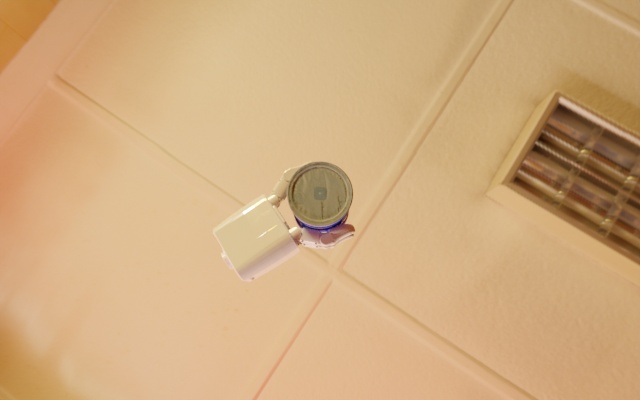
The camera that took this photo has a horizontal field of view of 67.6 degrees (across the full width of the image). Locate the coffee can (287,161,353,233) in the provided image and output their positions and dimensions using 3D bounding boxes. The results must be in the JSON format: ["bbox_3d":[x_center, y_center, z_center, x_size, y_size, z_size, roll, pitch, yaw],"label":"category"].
[{"bbox_3d":[0.000,0.002,0.802,0.103,0.102,0.140,0,-11,1],"label":"coffee can"}]
